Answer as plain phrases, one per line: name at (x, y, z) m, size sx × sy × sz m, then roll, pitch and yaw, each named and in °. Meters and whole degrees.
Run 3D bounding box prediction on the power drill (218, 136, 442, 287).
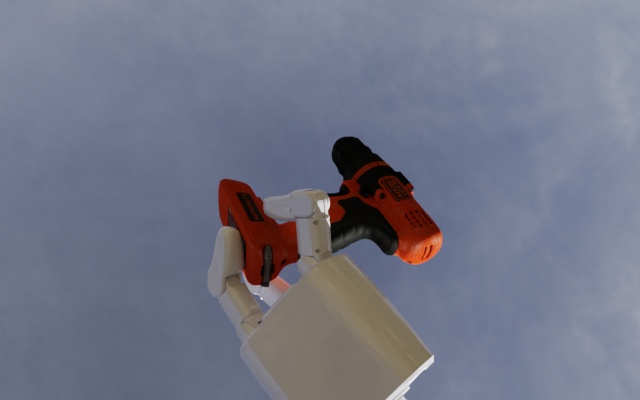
power drill at (0.000, 0.002, 0.469) m, size 0.187 × 0.057 × 0.184 m, roll -12°, pitch 42°, yaw -22°
